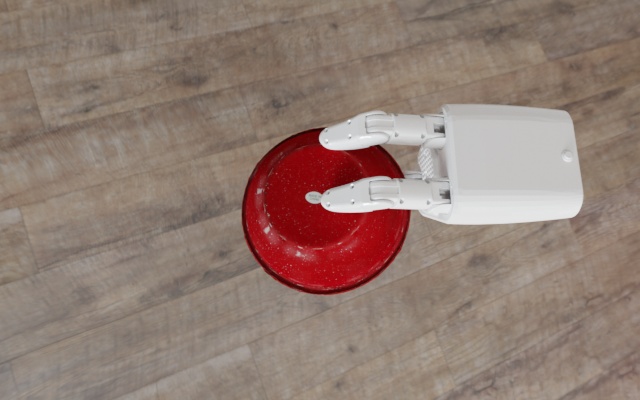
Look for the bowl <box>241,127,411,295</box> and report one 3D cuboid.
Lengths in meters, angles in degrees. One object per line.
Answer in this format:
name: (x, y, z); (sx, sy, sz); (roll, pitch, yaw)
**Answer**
bowl: (-0.001, 0.002, 0.426); (0.162, 0.162, 0.055); (0, -13, 8)
